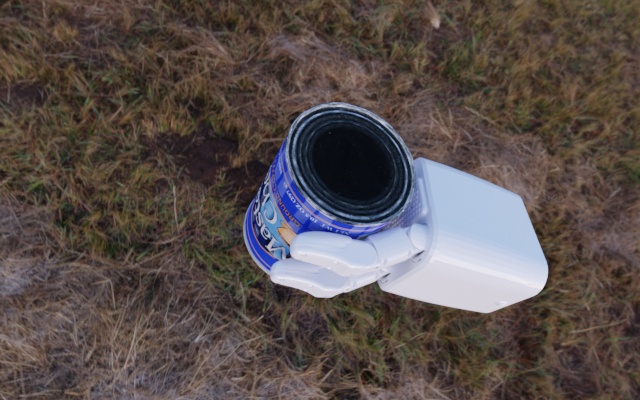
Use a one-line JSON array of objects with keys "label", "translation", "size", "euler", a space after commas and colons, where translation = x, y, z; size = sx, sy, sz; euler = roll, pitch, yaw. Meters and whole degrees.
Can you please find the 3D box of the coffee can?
[{"label": "coffee can", "translation": [0.000, 0.001, 0.401], "size": [0.103, 0.102, 0.140], "euler": [0, -26, -22]}]
